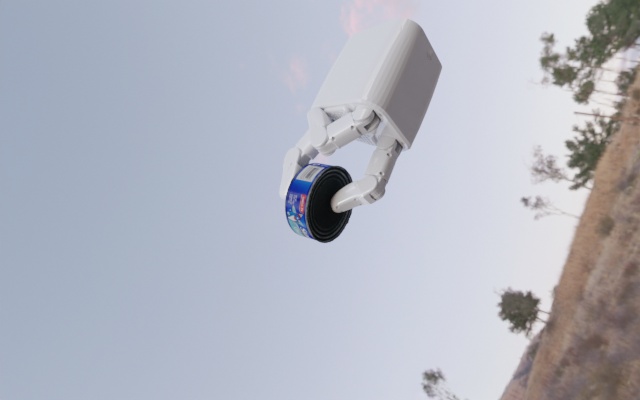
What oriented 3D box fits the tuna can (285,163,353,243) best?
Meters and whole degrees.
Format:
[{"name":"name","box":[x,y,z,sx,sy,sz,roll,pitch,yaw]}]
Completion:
[{"name":"tuna can","box":[0.000,0.002,0.528,0.033,0.086,0.086,13,8,36]}]
